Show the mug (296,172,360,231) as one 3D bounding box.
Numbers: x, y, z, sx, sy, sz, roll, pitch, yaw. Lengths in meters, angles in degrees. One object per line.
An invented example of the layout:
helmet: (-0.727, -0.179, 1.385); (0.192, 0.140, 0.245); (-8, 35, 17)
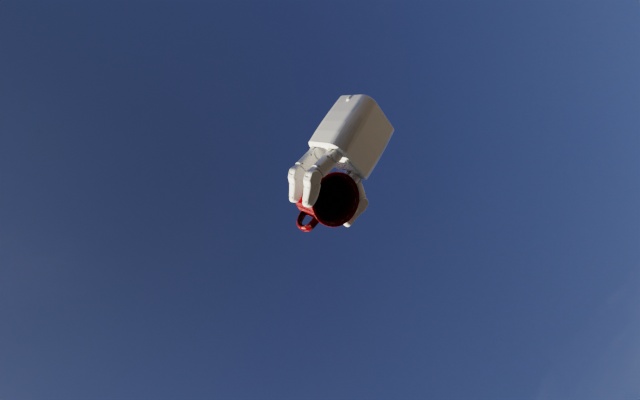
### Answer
mug: (-0.001, 0.004, 0.823); (0.093, 0.117, 0.081); (39, -11, -29)
